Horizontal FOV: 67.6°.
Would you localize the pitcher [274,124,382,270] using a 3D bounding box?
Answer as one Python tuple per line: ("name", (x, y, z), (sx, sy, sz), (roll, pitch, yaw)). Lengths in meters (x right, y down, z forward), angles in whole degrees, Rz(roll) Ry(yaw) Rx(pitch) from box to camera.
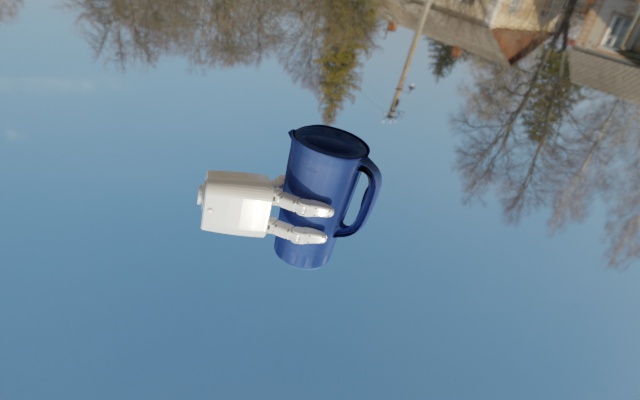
("pitcher", (0.000, 0.003, 0.834), (0.145, 0.243, 0.149), (6, 29, -16))
